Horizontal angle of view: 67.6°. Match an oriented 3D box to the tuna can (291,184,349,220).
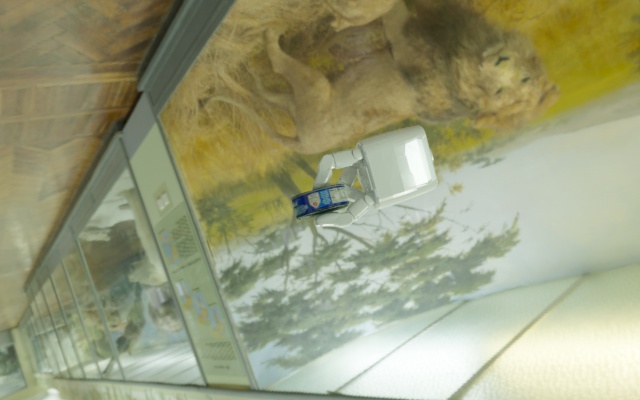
[{"bbox_3d":[0.000,0.003,0.733,0.086,0.033,0.086,-15,-6,-2],"label":"tuna can"}]
